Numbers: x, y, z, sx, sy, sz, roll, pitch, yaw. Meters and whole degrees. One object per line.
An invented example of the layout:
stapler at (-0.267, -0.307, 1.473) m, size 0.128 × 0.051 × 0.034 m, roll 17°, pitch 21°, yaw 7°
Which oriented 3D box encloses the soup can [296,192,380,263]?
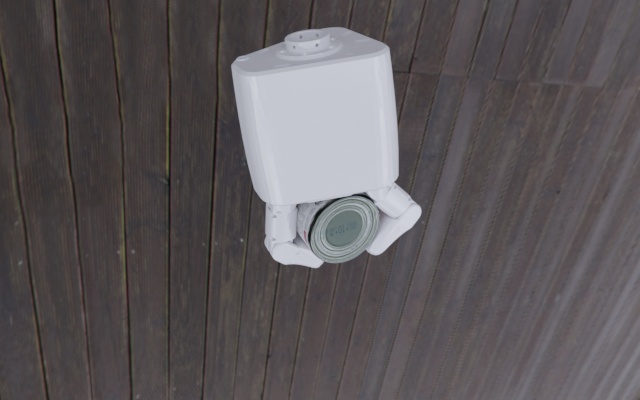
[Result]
soup can at (0.000, 0.002, 0.433) m, size 0.068 × 0.068 × 0.102 m, roll 0°, pitch 27°, yaw -29°
